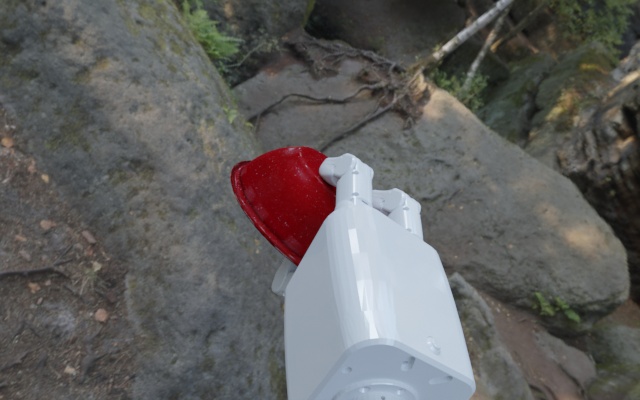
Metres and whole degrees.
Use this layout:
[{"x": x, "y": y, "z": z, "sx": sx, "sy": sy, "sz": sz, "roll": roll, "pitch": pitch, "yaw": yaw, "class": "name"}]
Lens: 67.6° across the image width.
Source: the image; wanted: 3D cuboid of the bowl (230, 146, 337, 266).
[{"x": 0.000, "y": 0.000, "z": 0.436, "sx": 0.162, "sy": 0.055, "sz": 0.162, "roll": 37, "pitch": 18, "yaw": -14, "class": "bowl"}]
